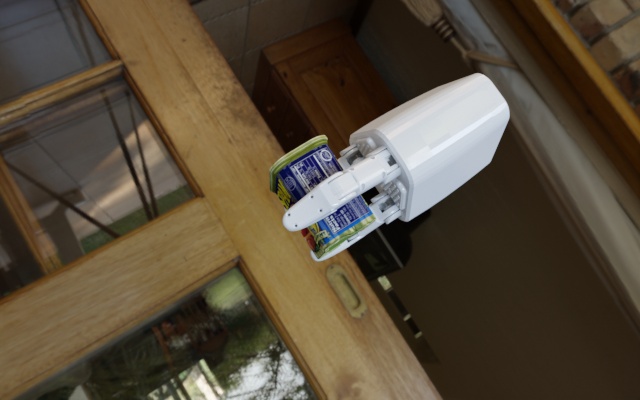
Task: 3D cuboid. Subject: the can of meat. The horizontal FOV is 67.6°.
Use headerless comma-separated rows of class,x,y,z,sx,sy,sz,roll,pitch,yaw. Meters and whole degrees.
can of meat,0.000,0.002,0.430,0.057,0.084,0.102,-32,-7,-12
